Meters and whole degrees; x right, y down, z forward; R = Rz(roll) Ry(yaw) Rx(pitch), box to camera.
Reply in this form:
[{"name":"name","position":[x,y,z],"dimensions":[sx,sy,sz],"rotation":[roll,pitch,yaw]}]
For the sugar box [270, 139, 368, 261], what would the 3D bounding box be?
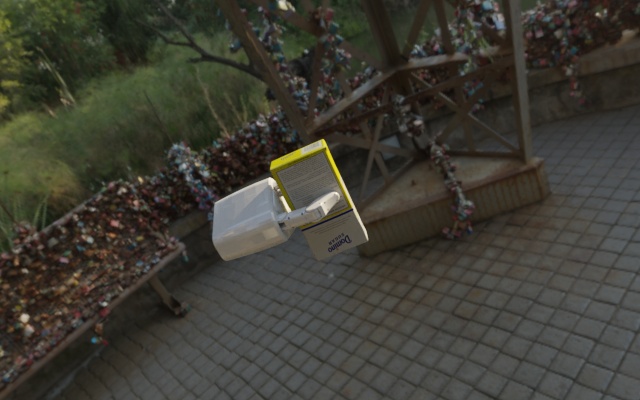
[{"name":"sugar box","position":[0.000,0.002,0.757],"dimensions":[0.093,0.176,0.048],"rotation":[-22,25,8]}]
